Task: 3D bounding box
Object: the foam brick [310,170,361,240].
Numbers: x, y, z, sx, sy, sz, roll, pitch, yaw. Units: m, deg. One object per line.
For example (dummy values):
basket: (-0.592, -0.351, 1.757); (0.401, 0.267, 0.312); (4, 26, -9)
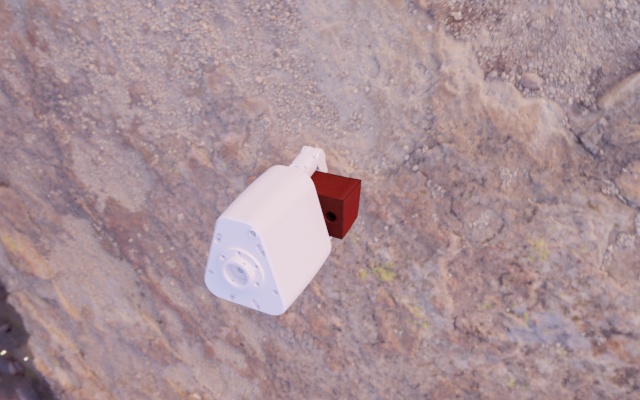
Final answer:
foam brick: (0.000, 0.002, 0.537); (0.078, 0.053, 0.051); (13, 33, 19)
